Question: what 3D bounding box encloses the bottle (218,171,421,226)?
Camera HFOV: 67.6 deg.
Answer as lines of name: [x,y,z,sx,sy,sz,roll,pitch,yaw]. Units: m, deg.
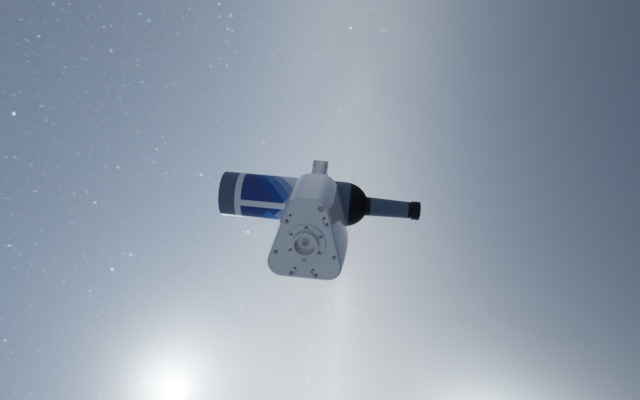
bottle: [0.000,0.002,0.715,0.296,0.069,0.069,5,0,4]
